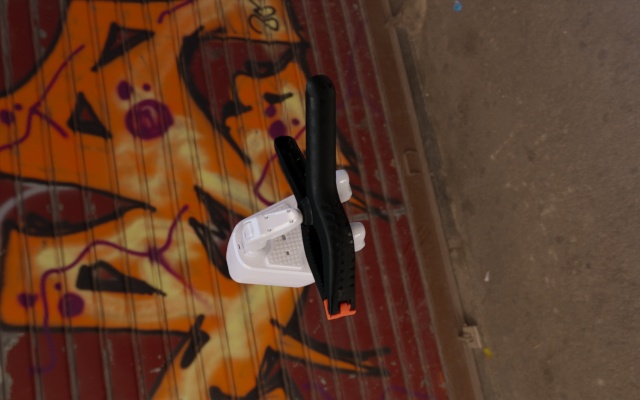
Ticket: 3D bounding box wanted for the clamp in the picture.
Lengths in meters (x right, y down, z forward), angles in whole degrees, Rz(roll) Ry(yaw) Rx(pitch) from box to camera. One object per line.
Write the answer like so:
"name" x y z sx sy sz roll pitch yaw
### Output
"clamp" -0.001 0.002 0.444 0.036 0.210 0.165 -10 -16 -17
